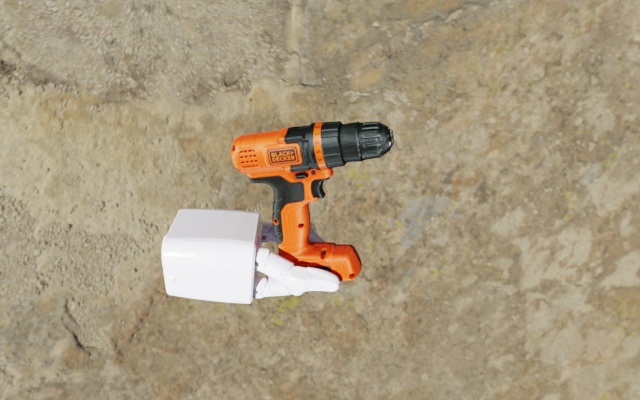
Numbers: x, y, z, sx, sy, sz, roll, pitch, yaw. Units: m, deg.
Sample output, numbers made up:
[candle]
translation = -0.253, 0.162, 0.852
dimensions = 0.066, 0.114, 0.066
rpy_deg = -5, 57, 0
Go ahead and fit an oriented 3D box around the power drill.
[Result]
[power drill]
translation = 0.000, 0.002, 0.559
dimensions = 0.184, 0.188, 0.057
rpy_deg = -4, 20, 15
